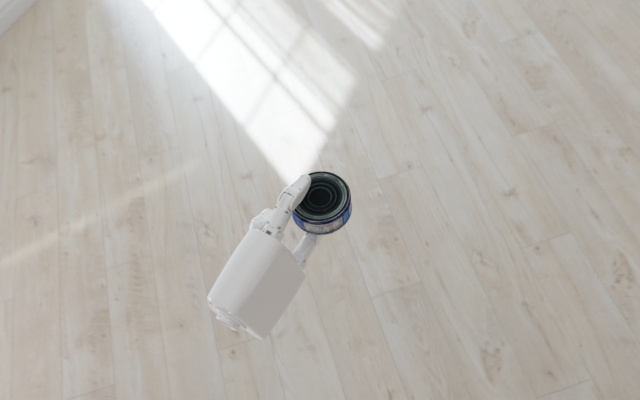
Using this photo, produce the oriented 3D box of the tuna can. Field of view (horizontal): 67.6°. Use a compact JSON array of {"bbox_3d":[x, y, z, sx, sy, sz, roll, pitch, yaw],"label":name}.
[{"bbox_3d":[0.000,0.002,0.655,0.086,0.086,0.034,0,-32,6],"label":"tuna can"}]
